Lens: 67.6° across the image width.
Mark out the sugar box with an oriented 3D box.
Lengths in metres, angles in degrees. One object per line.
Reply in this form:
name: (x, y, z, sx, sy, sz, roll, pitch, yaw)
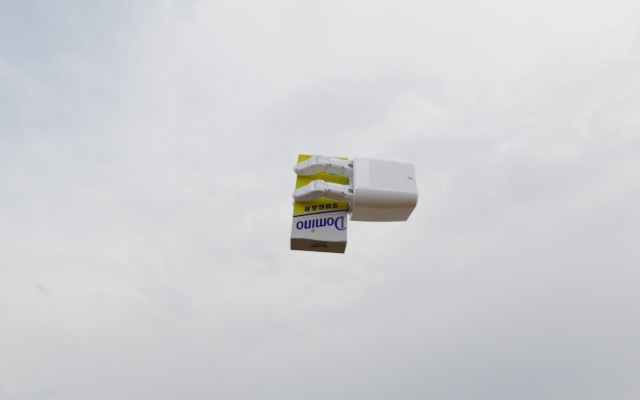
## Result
sugar box: (0.000, 0.002, 0.815, 0.093, 0.176, 0.048, 4, -37, -2)
